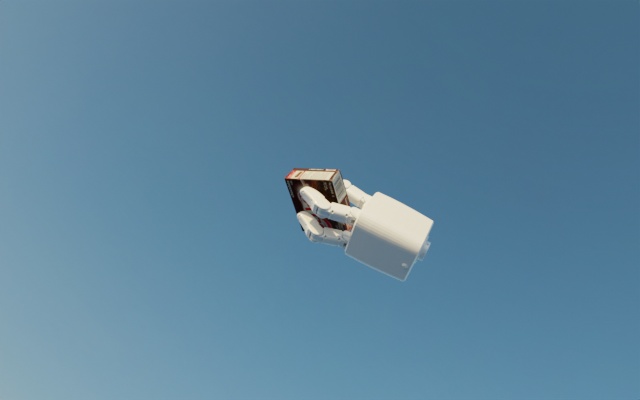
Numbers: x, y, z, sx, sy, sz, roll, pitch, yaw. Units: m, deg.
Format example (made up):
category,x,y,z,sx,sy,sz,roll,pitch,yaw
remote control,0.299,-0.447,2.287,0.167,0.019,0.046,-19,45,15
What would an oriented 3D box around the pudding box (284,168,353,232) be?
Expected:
category,x,y,z,sx,sy,sz,roll,pitch,yaw
pudding box,0.000,0.002,0.784,0.090,0.114,0.039,3,35,30
